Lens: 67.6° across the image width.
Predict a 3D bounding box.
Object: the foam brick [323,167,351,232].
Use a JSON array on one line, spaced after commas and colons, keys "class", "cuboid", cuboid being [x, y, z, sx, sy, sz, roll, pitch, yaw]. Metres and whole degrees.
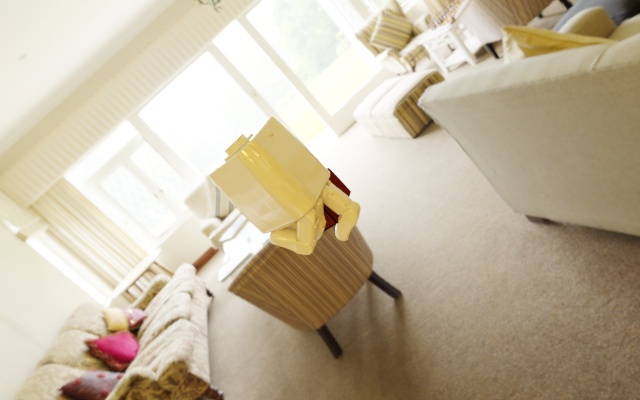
[{"class": "foam brick", "cuboid": [0.000, 0.002, 0.658, 0.053, 0.051, 0.078, -34, 18, 34]}]
